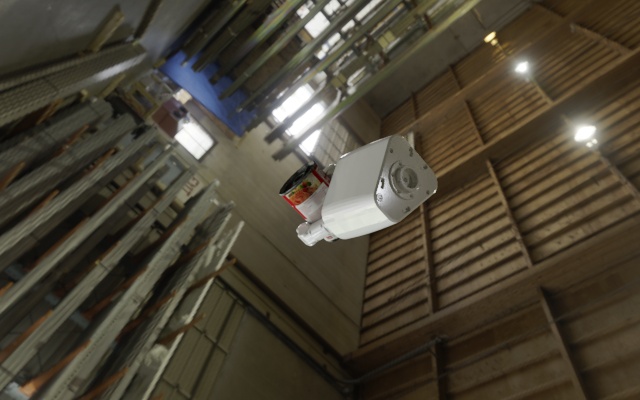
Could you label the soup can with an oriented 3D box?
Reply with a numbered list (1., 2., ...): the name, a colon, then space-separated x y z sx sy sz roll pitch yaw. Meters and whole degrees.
1. soup can: 0.000 0.003 0.686 0.102 0.068 0.068 46 -16 -16
